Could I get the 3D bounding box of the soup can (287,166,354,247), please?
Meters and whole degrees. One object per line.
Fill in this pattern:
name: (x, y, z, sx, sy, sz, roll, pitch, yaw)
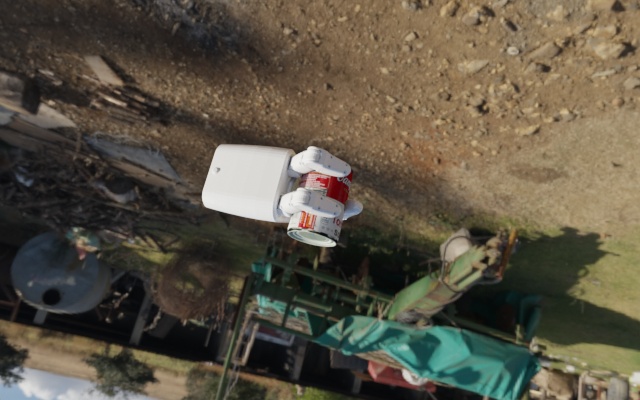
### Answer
soup can: (0.001, 0.002, 0.623, 0.068, 0.102, 0.068, 12, -17, 4)
